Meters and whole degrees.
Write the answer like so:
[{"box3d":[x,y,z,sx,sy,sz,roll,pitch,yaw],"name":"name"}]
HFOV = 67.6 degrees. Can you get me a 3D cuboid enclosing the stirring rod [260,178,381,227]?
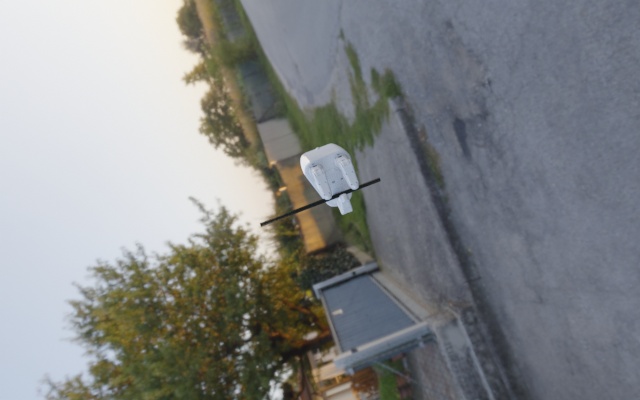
[{"box3d":[0.000,0.003,0.896,0.239,0.011,0.011,-21,1,-3],"name":"stirring rod"}]
